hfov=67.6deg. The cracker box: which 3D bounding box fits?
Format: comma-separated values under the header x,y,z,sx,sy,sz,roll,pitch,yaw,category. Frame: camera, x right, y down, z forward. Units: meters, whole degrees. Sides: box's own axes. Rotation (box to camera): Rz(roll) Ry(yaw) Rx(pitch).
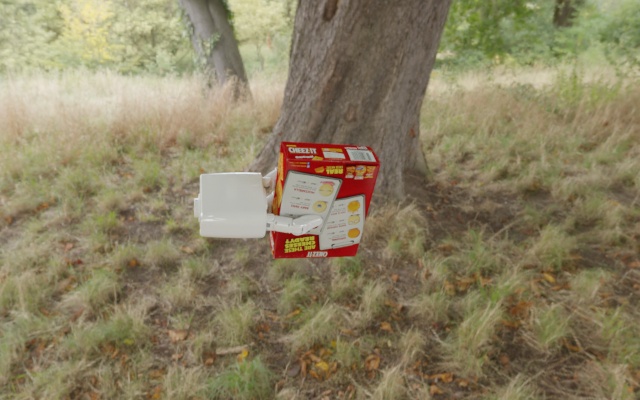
x,y,z,sx,sy,sz,roll,pitch,yaw,category
0.000,0.003,0.860,0.164,0.214,0.072,1,36,-15,cracker box
